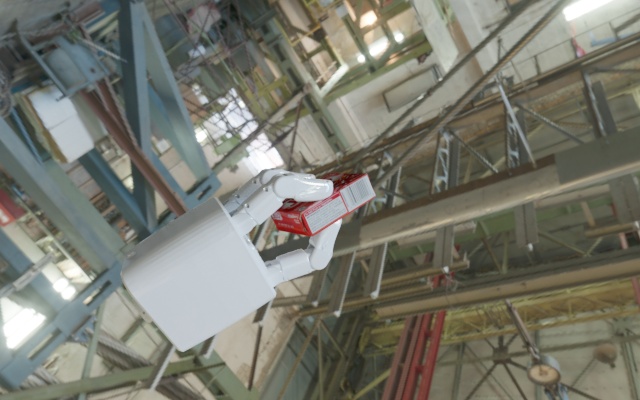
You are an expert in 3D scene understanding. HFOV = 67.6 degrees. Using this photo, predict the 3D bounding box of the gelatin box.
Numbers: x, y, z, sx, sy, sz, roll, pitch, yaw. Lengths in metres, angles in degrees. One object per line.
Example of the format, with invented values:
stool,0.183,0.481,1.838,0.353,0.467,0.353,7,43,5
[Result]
gelatin box,0.001,0.002,0.496,0.089,0.030,0.073,-31,17,-25
